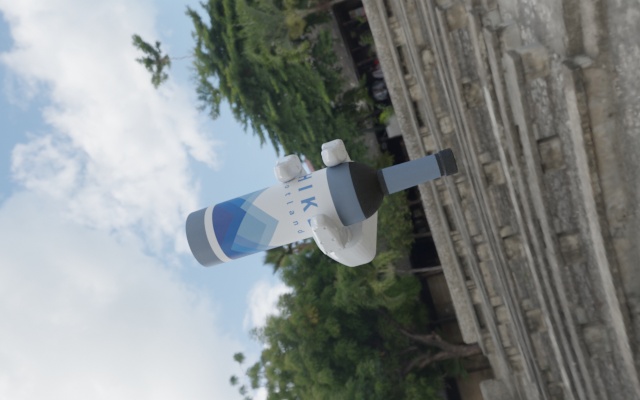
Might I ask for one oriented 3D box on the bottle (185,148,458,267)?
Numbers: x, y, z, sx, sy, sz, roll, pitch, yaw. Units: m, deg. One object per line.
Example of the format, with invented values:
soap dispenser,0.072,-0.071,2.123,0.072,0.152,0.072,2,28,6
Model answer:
bottle,0.000,0.002,0.520,0.296,0.069,0.069,-17,-4,11
